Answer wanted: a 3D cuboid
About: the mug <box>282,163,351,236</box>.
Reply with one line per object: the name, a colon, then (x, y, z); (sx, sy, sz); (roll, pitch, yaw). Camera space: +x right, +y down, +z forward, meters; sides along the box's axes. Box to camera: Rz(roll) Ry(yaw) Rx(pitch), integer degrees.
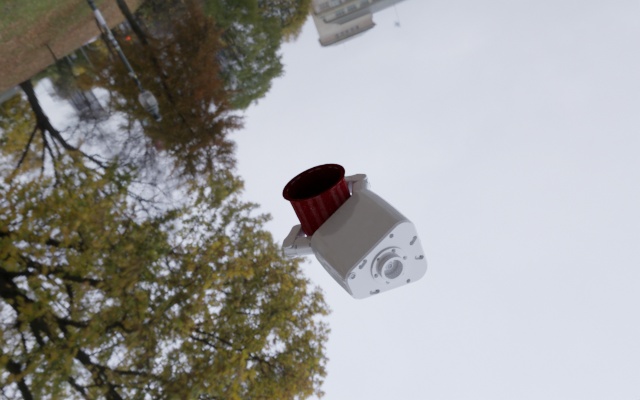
mug: (0.000, 0.002, 0.680); (0.093, 0.081, 0.117); (-29, 28, -9)
